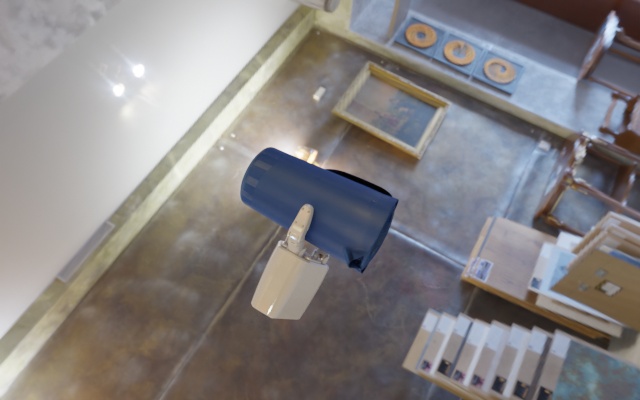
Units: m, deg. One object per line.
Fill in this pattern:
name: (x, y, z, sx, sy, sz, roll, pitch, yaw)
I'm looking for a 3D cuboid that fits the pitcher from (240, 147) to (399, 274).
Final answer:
pitcher: (0.000, 0.003, 0.790, 0.243, 0.145, 0.149, 27, -1, 11)
